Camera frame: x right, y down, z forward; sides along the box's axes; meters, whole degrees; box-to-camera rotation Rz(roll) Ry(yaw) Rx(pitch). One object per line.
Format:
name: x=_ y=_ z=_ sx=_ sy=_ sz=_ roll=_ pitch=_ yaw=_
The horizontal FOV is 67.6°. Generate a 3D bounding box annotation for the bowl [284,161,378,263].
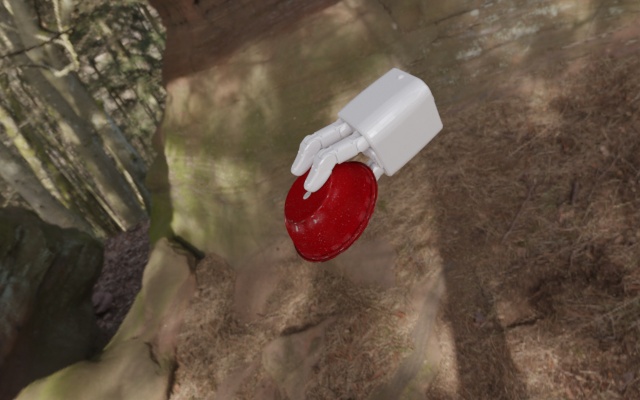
bowl: x=-0.001 y=0.003 z=0.666 sx=0.055 sy=0.162 sz=0.162 roll=34 pitch=-21 yaw=-35
